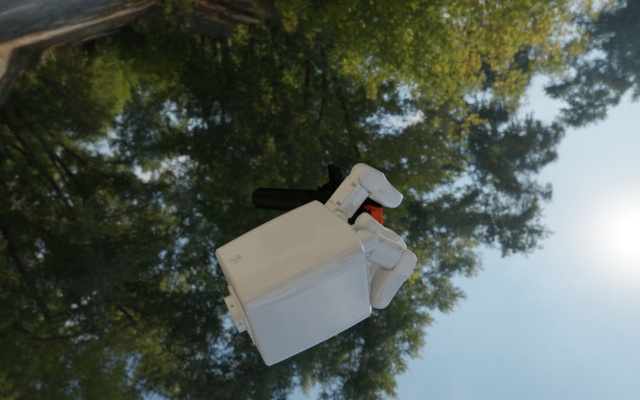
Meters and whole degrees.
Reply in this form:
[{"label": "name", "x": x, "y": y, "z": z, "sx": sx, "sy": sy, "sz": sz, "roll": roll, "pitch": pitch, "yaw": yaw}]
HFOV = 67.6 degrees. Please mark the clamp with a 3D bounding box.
[{"label": "clamp", "x": 0.000, "y": 0.002, "z": 0.519, "sx": 0.120, "sy": 0.039, "sz": 0.171, "roll": -22, "pitch": 23, "yaw": -17}]
